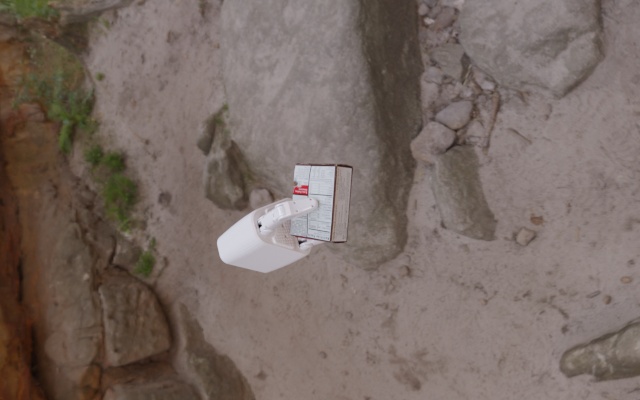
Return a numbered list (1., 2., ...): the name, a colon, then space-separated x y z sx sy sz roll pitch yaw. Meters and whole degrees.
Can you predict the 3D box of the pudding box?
1. pudding box: 0.000 0.002 0.698 0.090 0.113 0.039 6 4 45
